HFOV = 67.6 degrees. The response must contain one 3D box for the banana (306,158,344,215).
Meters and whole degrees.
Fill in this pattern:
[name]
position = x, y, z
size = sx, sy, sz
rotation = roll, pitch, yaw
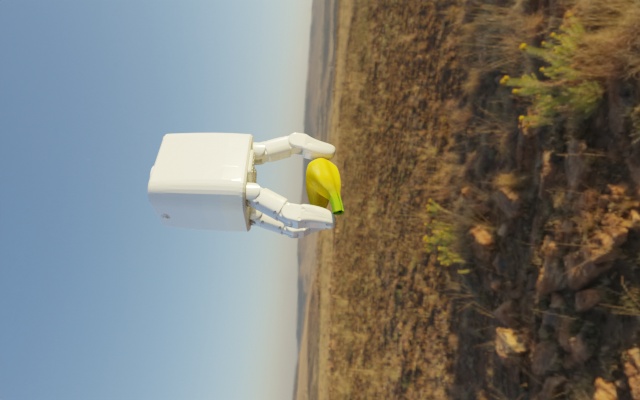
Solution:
[banana]
position = 0.000, -0.017, 0.605
size = 0.037, 0.069, 0.198
rotation = -1, -1, -4
